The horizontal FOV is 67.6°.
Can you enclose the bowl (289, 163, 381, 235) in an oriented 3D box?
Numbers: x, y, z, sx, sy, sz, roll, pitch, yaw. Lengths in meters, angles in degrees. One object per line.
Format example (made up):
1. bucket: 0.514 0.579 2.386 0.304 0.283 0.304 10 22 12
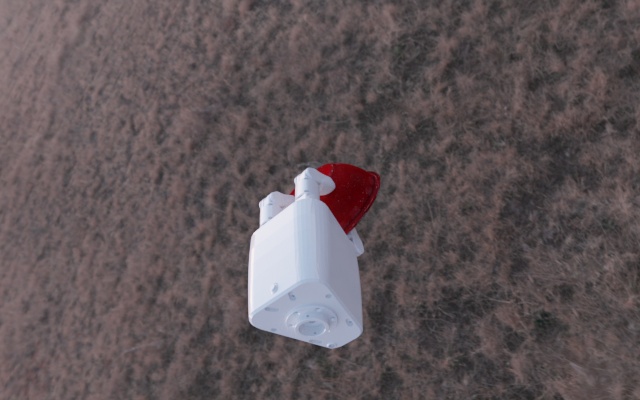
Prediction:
1. bowl: 0.000 0.001 0.631 0.055 0.162 0.162 46 -17 -17
